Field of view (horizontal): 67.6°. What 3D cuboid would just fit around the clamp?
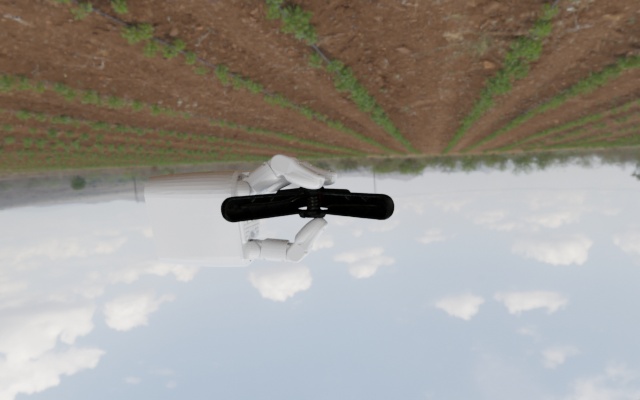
[{"bbox_3d":[0.000,0.003,0.537,0.164,0.036,0.210,1,4,9],"label":"clamp"}]
